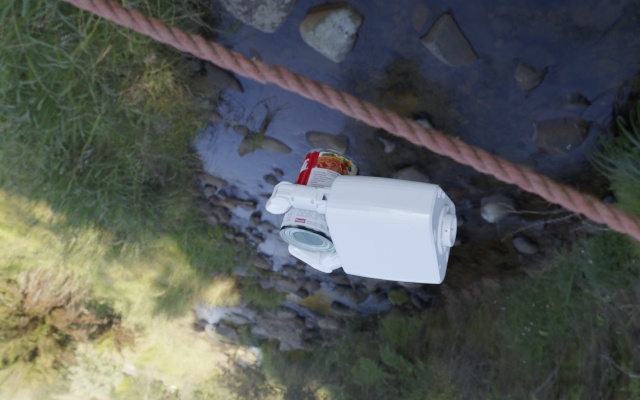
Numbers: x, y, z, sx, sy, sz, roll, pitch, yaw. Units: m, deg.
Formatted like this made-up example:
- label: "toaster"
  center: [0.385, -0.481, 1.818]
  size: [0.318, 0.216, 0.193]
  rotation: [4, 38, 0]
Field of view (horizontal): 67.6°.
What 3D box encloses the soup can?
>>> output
- label: "soup can"
  center: [0.000, 0.002, 0.545]
  size: [0.068, 0.102, 0.068]
  rotation: [15, -25, 7]
